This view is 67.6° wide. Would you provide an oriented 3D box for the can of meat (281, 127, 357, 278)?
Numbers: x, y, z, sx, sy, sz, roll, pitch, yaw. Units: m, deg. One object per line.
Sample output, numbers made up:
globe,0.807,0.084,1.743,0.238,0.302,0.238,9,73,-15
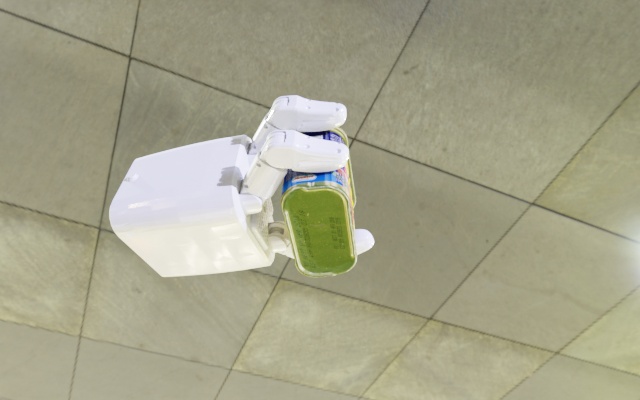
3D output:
can of meat,0.000,0.002,0.401,0.057,0.102,0.084,-7,38,6
